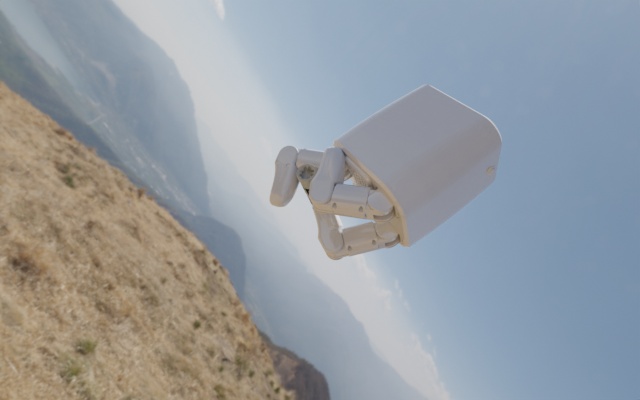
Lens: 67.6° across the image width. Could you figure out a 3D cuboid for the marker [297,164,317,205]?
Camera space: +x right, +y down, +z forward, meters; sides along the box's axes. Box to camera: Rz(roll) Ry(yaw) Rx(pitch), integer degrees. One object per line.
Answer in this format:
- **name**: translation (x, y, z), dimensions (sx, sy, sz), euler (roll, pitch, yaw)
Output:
- **marker**: translation (0.000, 0.002, 0.479), dimensions (0.020, 0.020, 0.121), euler (0, -27, 13)
